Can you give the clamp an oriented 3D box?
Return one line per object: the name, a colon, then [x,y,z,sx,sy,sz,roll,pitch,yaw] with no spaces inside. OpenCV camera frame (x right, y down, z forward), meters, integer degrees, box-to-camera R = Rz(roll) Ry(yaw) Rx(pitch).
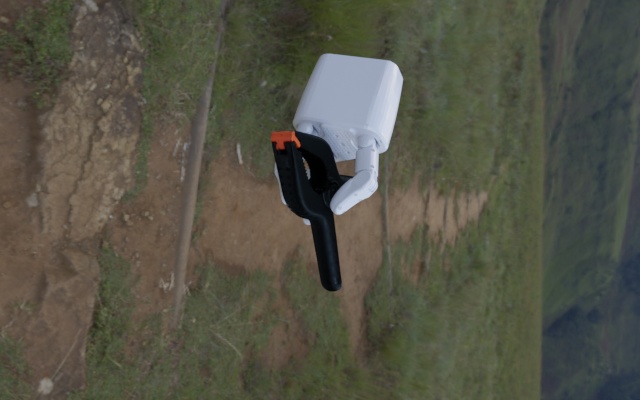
clamp: [0.001,0.001,0.552,0.036,0.164,0.210,1,-27,29]
